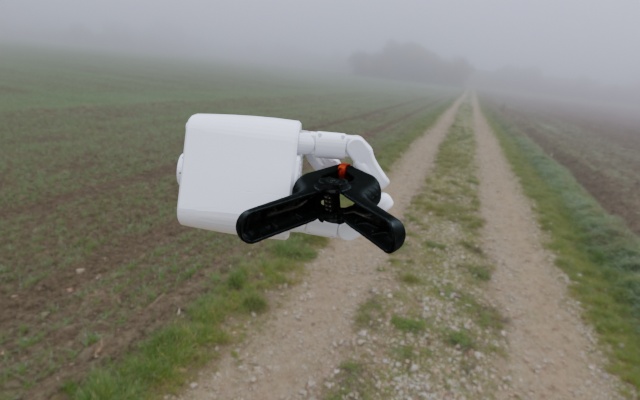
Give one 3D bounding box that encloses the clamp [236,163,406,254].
[{"bbox_3d":[0.000,0.001,0.401,0.120,0.039,0.171,6,16,-1],"label":"clamp"}]
